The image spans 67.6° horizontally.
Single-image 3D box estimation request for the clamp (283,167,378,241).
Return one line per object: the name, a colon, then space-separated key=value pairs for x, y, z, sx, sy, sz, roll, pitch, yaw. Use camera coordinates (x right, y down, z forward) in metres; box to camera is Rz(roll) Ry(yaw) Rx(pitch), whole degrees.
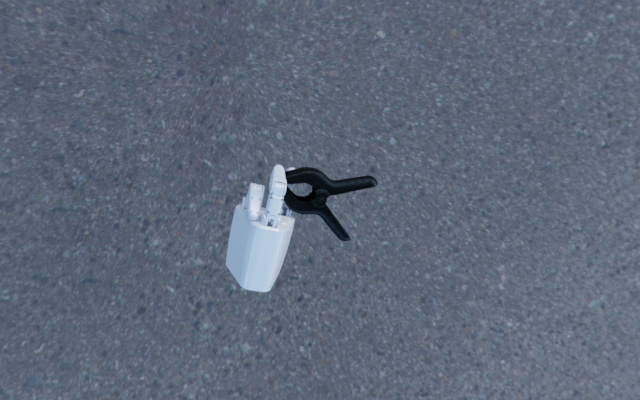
clamp: x=0.000 y=0.003 z=0.782 sx=0.171 sy=0.120 sz=0.039 roll=11 pitch=12 yaw=-15
